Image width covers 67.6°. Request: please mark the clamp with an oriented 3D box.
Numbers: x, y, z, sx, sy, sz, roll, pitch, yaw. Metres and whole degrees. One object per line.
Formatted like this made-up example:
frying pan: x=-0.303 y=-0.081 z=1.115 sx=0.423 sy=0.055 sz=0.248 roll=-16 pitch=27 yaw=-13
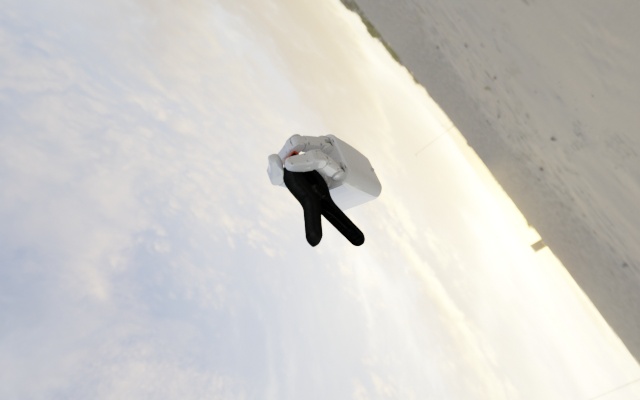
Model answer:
clamp: x=0.000 y=0.003 z=0.703 sx=0.039 sy=0.171 sz=0.120 roll=-38 pitch=-35 yaw=23
